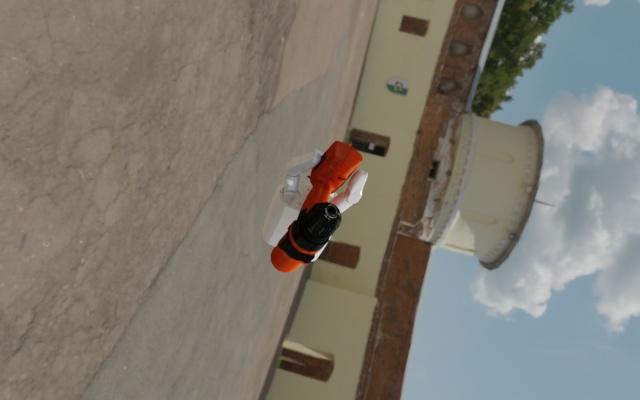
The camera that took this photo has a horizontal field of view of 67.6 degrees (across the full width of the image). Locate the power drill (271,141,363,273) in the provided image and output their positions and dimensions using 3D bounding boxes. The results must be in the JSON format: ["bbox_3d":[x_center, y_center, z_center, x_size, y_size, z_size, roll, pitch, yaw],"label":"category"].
[{"bbox_3d":[0.000,0.002,0.694,0.057,0.187,0.184,33,-36,-9],"label":"power drill"}]
